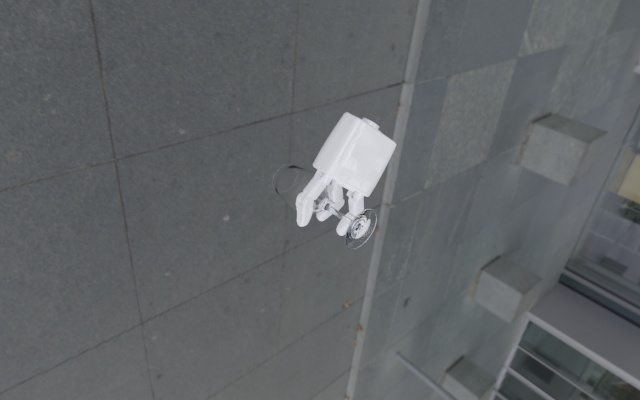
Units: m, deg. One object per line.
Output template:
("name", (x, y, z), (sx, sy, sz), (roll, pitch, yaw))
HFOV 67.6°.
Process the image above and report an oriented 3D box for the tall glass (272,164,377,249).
("tall glass", (0.000, 0.003, 0.838), (0.201, 0.079, 0.079), (33, 21, 36))
